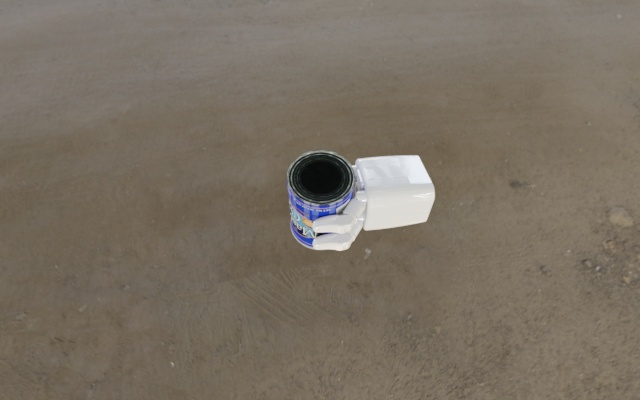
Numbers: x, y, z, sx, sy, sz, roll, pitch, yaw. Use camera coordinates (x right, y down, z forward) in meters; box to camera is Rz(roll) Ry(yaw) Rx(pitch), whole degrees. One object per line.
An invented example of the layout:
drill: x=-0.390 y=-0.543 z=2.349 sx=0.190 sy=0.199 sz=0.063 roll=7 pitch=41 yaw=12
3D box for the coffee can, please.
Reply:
coffee can: x=0.000 y=0.003 z=0.770 sx=0.103 sy=0.102 sz=0.140 roll=0 pitch=-33 yaw=-1
